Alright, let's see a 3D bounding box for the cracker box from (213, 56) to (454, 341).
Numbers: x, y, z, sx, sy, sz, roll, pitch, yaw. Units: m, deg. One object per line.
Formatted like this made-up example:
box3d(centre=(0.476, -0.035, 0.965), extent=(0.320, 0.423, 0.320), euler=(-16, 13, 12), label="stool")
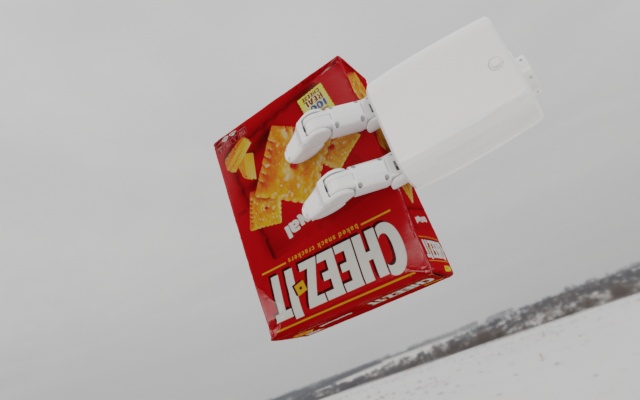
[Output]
box3d(centre=(0.000, 0.001, 0.450), extent=(0.164, 0.213, 0.072), euler=(-29, -22, 23), label="cracker box")
